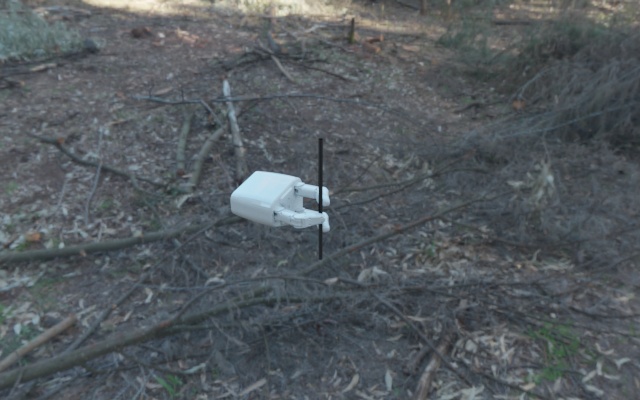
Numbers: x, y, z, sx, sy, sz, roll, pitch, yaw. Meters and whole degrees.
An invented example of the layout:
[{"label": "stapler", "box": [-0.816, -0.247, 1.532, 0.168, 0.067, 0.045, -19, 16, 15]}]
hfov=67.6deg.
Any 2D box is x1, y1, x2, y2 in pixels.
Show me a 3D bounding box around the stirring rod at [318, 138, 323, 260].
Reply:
[{"label": "stirring rod", "box": [0.000, 0.003, 0.885, 0.011, 0.240, 0.011, 0, 23, 0]}]
